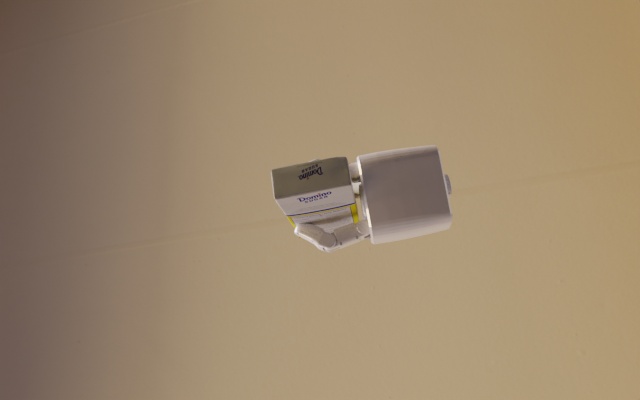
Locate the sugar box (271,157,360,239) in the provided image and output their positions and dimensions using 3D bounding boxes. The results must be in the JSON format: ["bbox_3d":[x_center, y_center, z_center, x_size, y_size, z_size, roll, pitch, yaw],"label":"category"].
[{"bbox_3d":[0.000,0.002,0.629,0.093,0.048,0.176,-10,-23,4],"label":"sugar box"}]
